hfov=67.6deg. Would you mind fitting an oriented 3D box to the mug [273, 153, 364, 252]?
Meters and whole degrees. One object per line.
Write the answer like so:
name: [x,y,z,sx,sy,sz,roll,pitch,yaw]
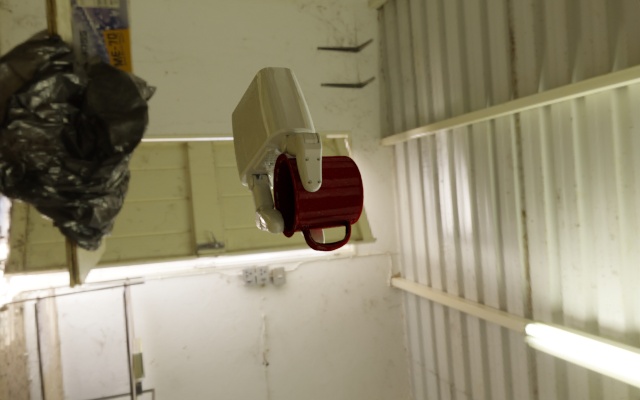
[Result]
mug: [0.001,0.003,0.533,0.081,0.117,0.093,-5,-30,-19]
